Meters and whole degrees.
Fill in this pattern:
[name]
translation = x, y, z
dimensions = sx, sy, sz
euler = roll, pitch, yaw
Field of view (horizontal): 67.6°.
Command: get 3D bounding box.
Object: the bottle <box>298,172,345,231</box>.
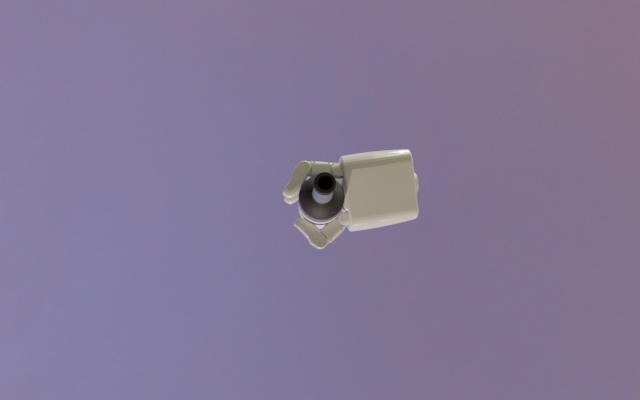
[bottle]
translation = 0.000, 0.002, 0.721
dimensions = 0.069, 0.069, 0.296
euler = 0, -9, -2
